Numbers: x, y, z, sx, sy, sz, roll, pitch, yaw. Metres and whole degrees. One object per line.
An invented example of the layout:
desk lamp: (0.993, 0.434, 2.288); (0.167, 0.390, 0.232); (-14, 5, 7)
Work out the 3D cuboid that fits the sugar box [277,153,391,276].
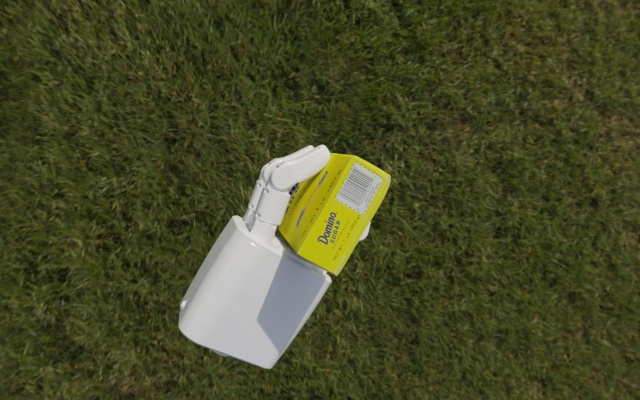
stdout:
sugar box: (0.000, 0.001, 0.460); (0.048, 0.093, 0.176); (31, -1, -17)
